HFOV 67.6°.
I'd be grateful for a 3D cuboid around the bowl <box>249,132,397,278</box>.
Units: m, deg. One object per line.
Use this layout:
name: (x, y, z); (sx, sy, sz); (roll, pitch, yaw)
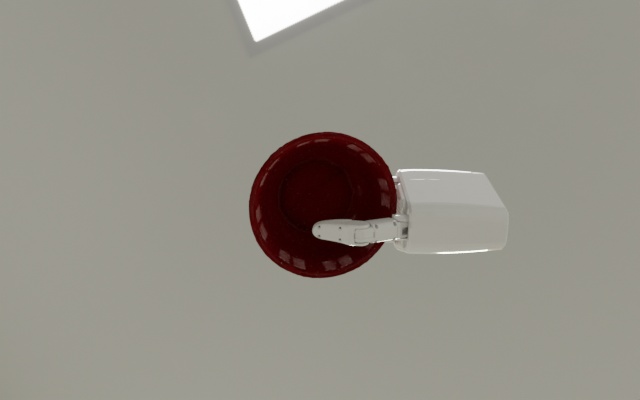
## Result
bowl: (-0.001, 0.001, 0.532); (0.162, 0.162, 0.055); (0, 15, -12)
